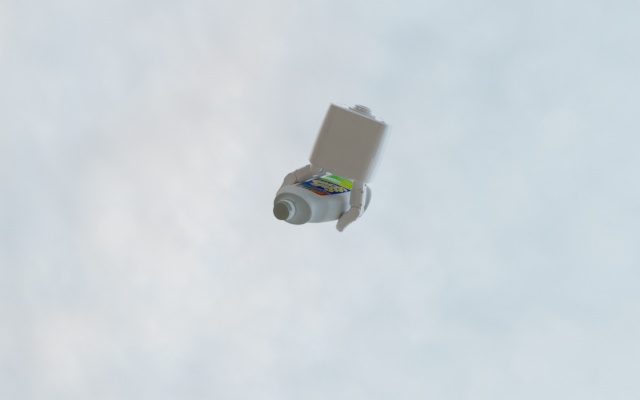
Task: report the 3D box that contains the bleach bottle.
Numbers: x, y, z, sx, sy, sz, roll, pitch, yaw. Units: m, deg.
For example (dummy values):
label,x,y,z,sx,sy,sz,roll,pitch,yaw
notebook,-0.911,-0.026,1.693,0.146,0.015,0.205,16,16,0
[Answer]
label,x,y,z,sx,sy,sz,roll,pitch,yaw
bleach bottle,0.000,0.003,0.826,0.102,0.068,0.251,26,18,19
